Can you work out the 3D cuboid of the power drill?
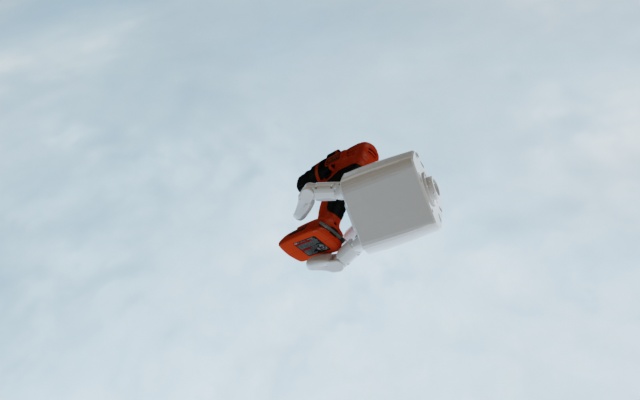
[{"bbox_3d":[0.000,0.003,0.760,0.057,0.187,0.184,37,-37,-23],"label":"power drill"}]
